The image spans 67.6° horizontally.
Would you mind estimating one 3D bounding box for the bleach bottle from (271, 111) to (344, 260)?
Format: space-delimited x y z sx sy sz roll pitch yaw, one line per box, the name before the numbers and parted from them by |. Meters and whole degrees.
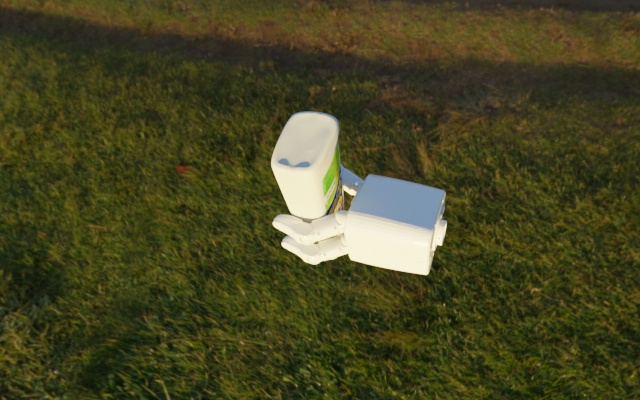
bleach bottle | 0.000 0.002 0.658 0.068 0.102 0.251 10 -32 18
